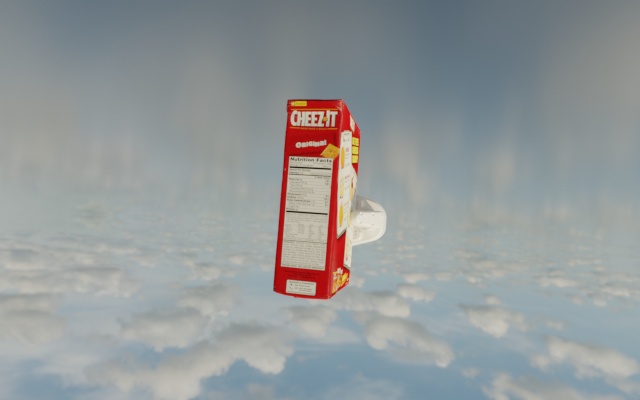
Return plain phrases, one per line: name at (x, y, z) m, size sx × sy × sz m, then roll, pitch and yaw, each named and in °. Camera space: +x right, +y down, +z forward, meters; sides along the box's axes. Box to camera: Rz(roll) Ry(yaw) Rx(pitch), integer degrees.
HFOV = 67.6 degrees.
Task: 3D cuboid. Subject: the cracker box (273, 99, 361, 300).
cracker box at (0.000, 0.002, 0.580) m, size 0.072 × 0.213 × 0.164 m, roll 3°, pitch -3°, yaw 11°
